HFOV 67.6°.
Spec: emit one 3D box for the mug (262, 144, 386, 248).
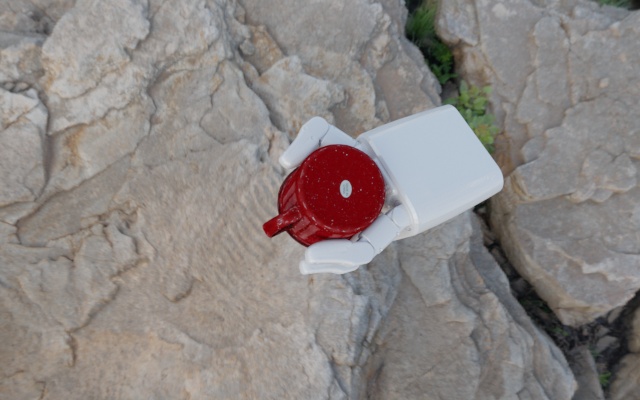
[{"bbox_3d":[-0.001,0.002,0.442,0.117,0.093,0.081,-24,-5,-16],"label":"mug"}]
